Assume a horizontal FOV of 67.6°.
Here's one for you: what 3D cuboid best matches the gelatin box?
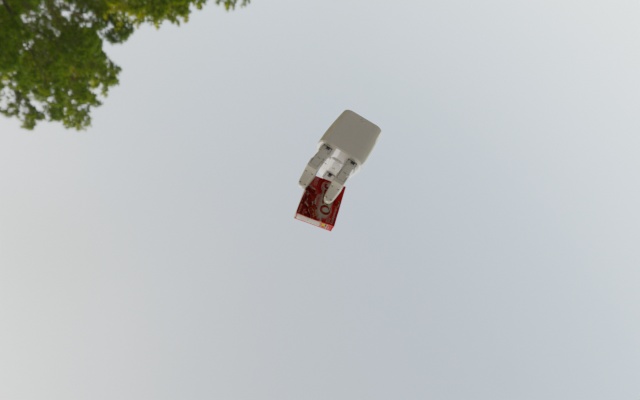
[{"bbox_3d":[0.000,0.003,0.877,0.073,0.089,0.030,20,-28,-3],"label":"gelatin box"}]
